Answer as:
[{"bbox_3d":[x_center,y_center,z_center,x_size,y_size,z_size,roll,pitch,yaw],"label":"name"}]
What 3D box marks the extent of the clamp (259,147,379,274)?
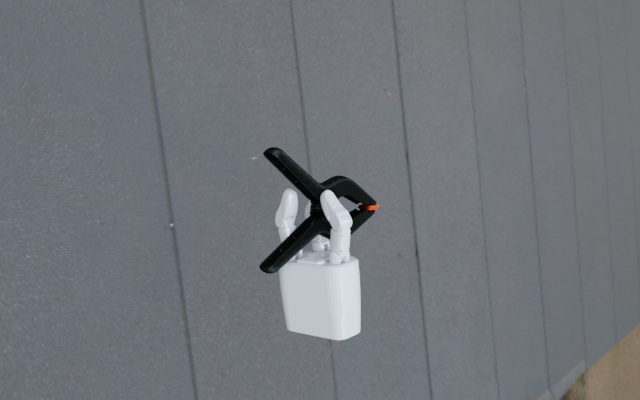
[{"bbox_3d":[0.001,0.002,0.674,0.210,0.164,0.036,-10,13,-39],"label":"clamp"}]
